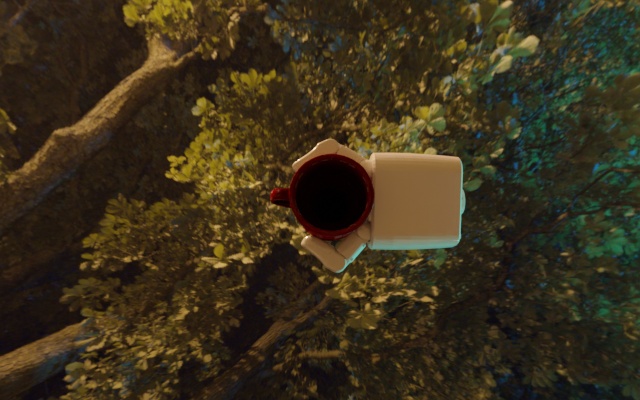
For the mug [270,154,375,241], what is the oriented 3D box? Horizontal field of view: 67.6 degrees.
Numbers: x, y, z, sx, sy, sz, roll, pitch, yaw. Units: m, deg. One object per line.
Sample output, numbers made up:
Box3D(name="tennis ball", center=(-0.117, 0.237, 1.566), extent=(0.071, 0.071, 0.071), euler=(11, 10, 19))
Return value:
Box3D(name="mug", center=(-0.001, 0.002, 0.557), extent=(0.117, 0.093, 0.081), euler=(2, -13, 0))
